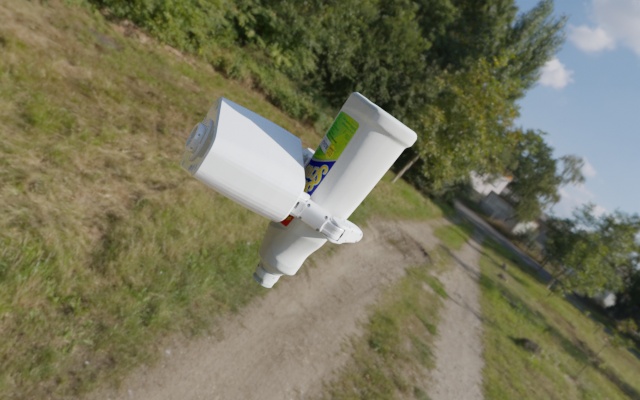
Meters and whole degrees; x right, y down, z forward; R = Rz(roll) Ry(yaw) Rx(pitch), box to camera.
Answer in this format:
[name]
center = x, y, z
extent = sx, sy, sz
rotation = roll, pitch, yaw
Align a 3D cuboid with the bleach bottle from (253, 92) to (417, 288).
[bleach bottle]
center = 0.000, 0.002, 0.553
extent = 0.068, 0.251, 0.102
rotation = 28, 15, -26
